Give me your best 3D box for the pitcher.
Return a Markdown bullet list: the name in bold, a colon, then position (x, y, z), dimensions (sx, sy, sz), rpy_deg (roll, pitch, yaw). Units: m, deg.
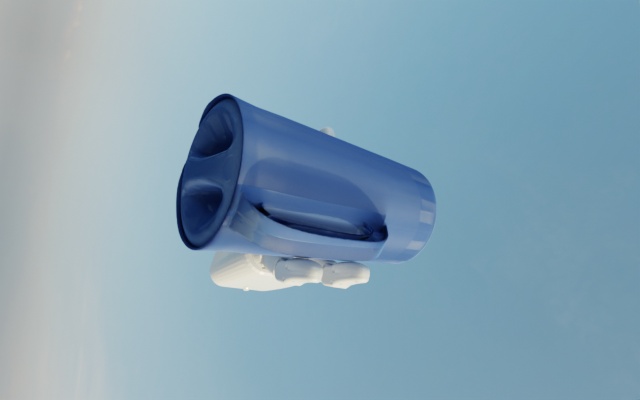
- **pitcher**: position (0.000, 0.001, 0.455), dimensions (0.243, 0.149, 0.145), rpy_deg (13, -26, -34)
